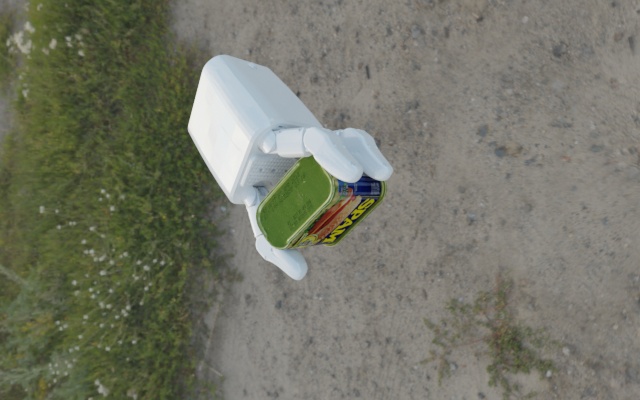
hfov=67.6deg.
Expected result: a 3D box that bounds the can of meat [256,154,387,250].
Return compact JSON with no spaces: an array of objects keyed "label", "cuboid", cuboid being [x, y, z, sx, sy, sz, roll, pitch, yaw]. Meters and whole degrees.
[{"label":"can of meat","cuboid":[0.000,0.002,0.453,0.102,0.057,0.084,-46,-25,28]}]
